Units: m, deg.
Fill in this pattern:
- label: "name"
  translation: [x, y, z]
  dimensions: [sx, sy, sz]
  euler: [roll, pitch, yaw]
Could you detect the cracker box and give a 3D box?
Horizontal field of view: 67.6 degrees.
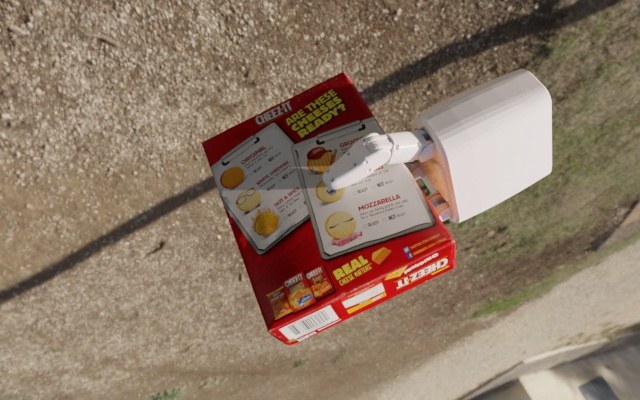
- label: "cracker box"
  translation: [0.000, 0.002, 0.448]
  dimensions: [0.164, 0.213, 0.072]
  euler: [-26, -32, 0]
